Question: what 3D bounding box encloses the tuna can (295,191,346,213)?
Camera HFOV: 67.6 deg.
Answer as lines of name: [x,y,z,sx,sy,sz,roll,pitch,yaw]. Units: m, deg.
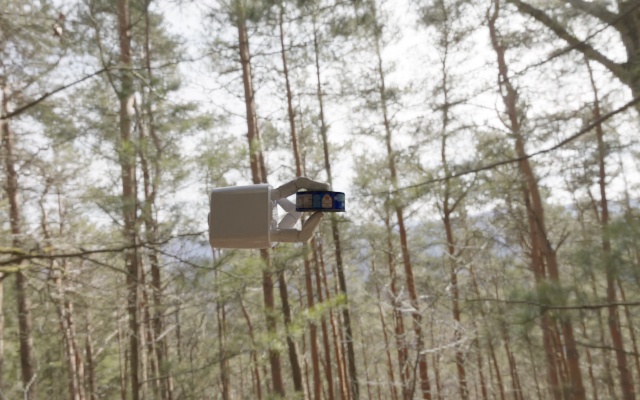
tuna can: [0.000,0.002,0.808,0.086,0.034,0.086,0,-3,0]
